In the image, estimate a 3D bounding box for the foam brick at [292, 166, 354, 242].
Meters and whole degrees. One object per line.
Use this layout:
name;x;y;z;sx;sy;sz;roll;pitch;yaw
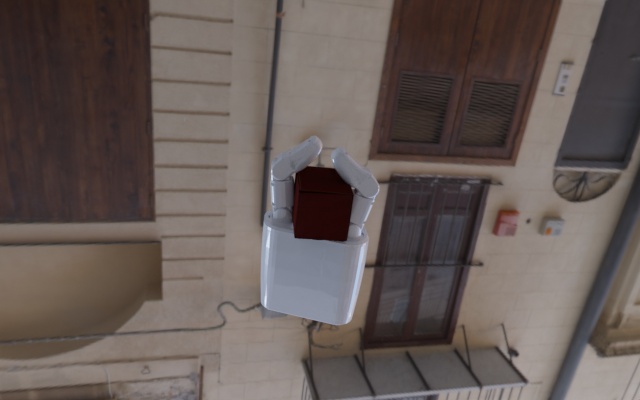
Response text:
foam brick;0.000;0.002;0.483;0.053;0.051;0.078;5;21;-7
